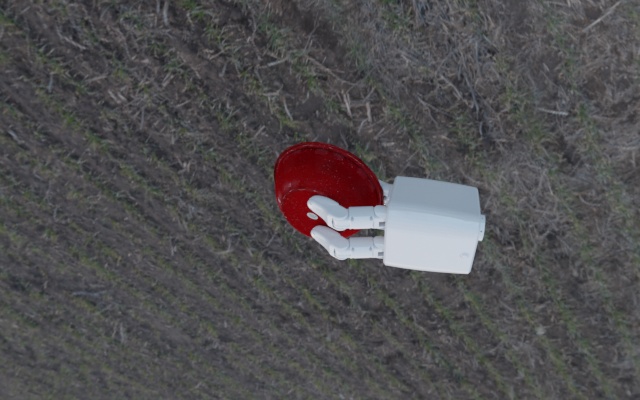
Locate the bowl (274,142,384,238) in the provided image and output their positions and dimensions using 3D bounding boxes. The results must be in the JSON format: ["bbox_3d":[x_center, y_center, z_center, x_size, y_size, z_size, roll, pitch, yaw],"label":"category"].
[{"bbox_3d":[-0.001,0.002,0.641,0.162,0.162,0.055,0,41,29],"label":"bowl"}]
